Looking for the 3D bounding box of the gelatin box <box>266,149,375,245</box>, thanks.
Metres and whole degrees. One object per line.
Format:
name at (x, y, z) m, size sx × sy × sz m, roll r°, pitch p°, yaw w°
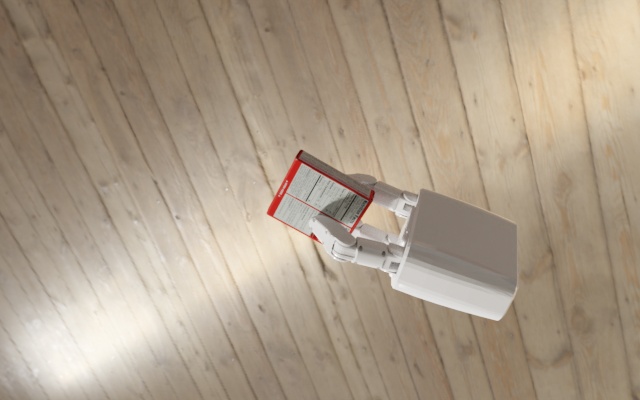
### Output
gelatin box at (0.000, 0.002, 0.491) m, size 0.089 × 0.073 × 0.030 m, roll 29°, pitch 27°, yaw -4°
